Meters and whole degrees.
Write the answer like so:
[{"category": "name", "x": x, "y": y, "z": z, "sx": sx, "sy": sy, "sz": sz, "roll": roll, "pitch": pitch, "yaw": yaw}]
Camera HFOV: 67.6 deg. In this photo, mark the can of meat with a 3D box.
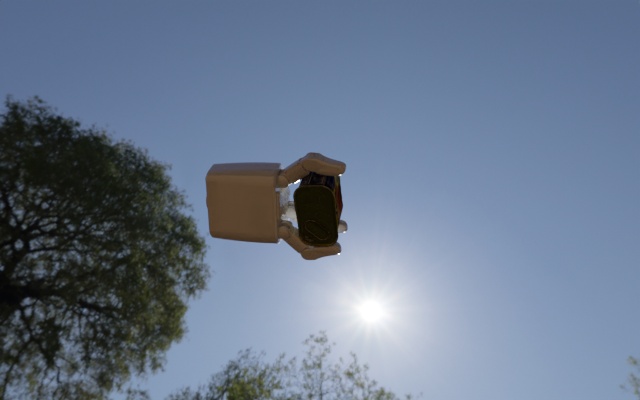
[{"category": "can of meat", "x": 0.000, "y": 0.002, "z": 0.700, "sx": 0.057, "sy": 0.102, "sz": 0.084, "roll": -1, "pitch": 31, "yaw": 11}]
